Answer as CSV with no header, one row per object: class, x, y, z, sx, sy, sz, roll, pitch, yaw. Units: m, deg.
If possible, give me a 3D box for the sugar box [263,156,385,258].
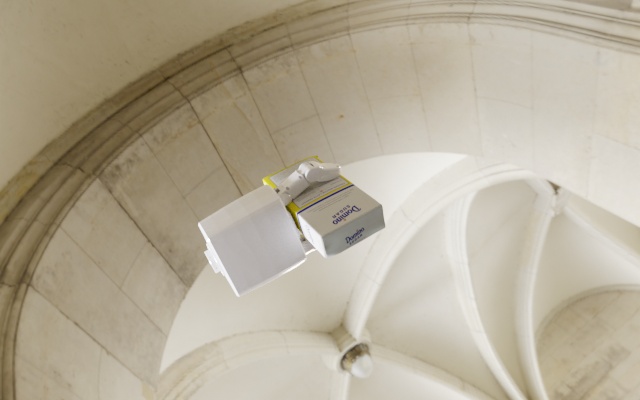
sugar box,0.000,0.003,0.654,0.093,0.048,0.176,-27,39,-17
